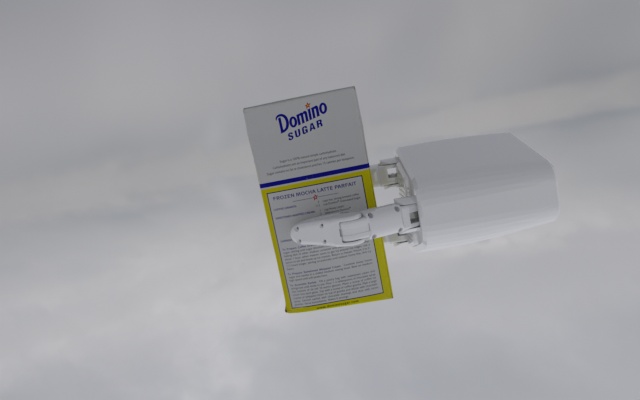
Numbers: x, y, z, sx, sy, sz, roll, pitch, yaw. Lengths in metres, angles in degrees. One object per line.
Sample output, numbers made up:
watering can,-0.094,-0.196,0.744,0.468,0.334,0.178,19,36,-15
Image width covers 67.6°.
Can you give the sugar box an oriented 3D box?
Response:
sugar box,0.000,0.001,0.403,0.093,0.176,0.048,-10,7,4
